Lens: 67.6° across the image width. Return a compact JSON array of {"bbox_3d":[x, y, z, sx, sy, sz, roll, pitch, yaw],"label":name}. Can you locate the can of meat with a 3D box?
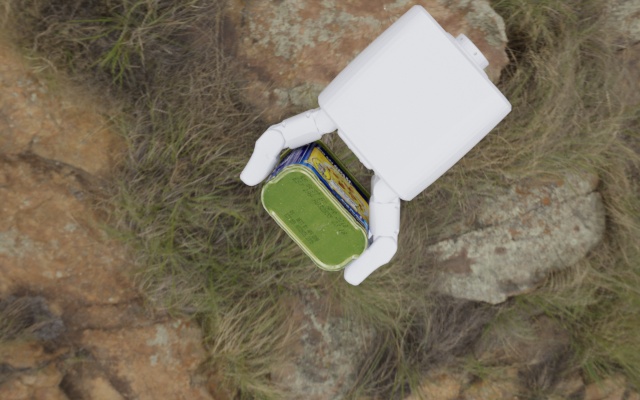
[{"bbox_3d":[0.000,0.001,0.420,0.057,0.102,0.084,-39,12,19],"label":"can of meat"}]
